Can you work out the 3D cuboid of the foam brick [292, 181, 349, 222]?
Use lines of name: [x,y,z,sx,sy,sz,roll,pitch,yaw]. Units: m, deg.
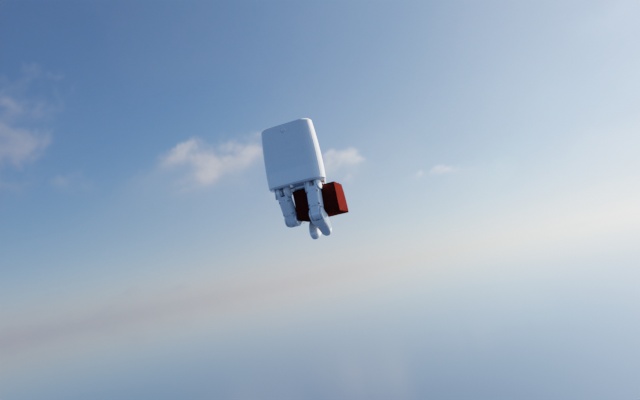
foam brick: [0.000,0.003,0.811,0.078,0.051,0.053,-14,-9,17]
